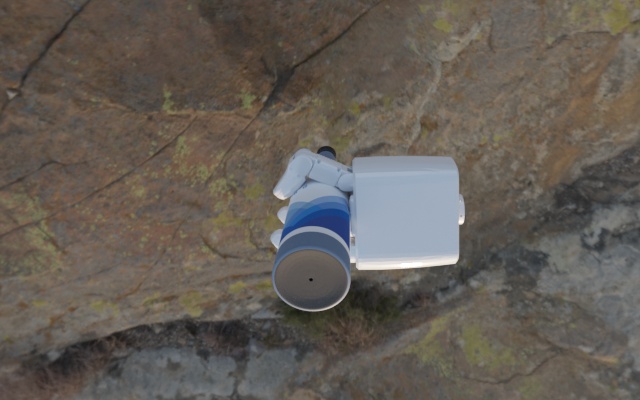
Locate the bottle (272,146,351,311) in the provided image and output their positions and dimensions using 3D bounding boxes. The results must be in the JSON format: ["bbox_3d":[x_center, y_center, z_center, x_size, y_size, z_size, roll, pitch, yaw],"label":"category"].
[{"bbox_3d":[0.000,0.002,0.530,0.069,0.069,0.295,0,26,4],"label":"bottle"}]
